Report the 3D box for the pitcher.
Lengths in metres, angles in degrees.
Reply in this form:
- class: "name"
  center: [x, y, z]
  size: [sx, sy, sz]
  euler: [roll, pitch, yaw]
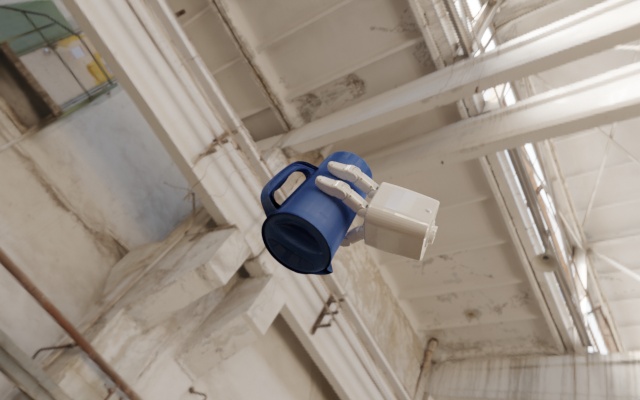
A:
- class: "pitcher"
  center: [0.000, 0.003, 0.873]
  size: [0.145, 0.149, 0.242]
  euler: [17, 41, 19]
